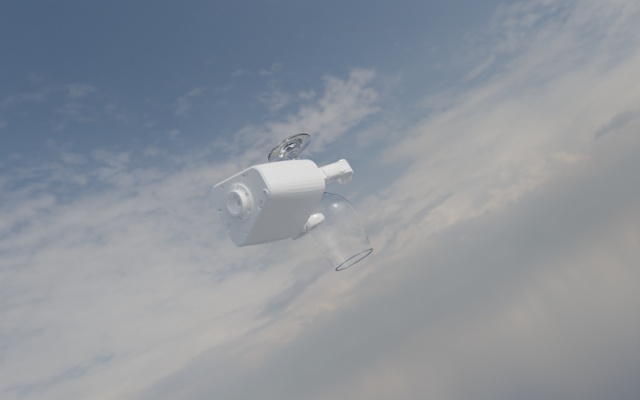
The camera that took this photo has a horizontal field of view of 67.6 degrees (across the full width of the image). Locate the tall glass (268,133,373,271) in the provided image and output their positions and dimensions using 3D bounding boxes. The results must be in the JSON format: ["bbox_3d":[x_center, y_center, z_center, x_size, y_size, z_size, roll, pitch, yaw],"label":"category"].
[{"bbox_3d":[0.000,0.002,0.704,0.079,0.201,0.079,-28,-16,-9],"label":"tall glass"}]
